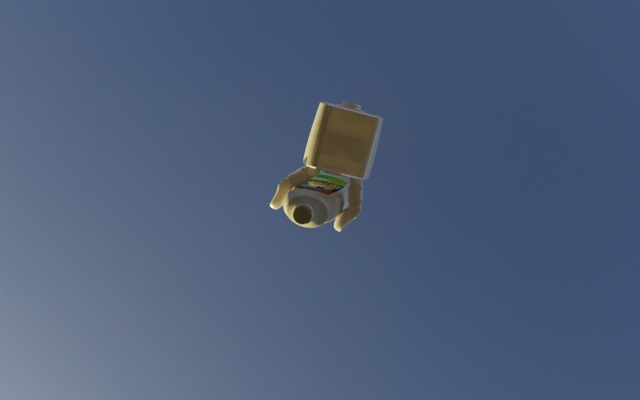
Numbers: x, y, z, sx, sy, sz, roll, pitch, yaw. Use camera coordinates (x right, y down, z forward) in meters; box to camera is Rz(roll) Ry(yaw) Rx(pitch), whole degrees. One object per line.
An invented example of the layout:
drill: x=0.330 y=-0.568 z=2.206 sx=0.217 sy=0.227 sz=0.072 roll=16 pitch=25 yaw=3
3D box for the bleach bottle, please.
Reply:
bleach bottle: x=0.000 y=0.003 z=0.825 sx=0.102 sy=0.068 sz=0.251 roll=16 pitch=12 yaw=6
